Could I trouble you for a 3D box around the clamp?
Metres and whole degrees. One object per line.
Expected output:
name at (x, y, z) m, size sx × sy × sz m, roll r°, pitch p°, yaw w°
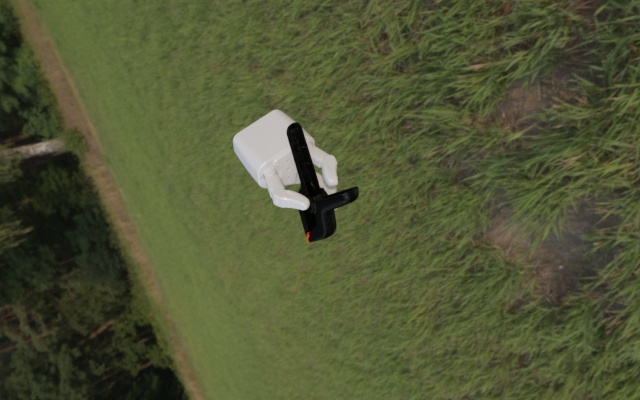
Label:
clamp at (-0.001, 0.003, 0.744) m, size 0.036 × 0.210 × 0.164 m, roll -24°, pitch 49°, yaw -23°
